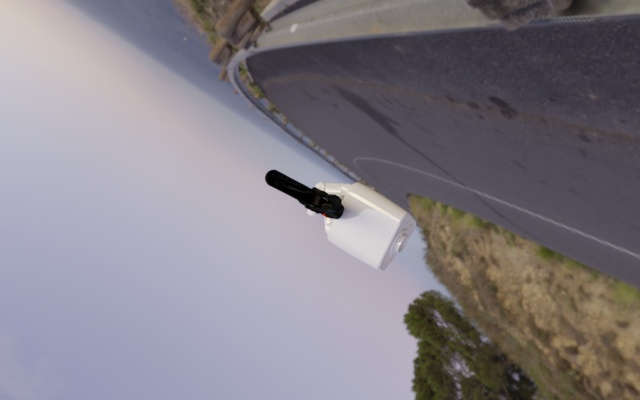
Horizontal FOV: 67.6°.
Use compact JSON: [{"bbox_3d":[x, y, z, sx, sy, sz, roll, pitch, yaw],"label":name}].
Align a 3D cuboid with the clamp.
[{"bbox_3d":[0.000,0.003,0.730,0.120,0.039,0.171,29,0,28],"label":"clamp"}]
